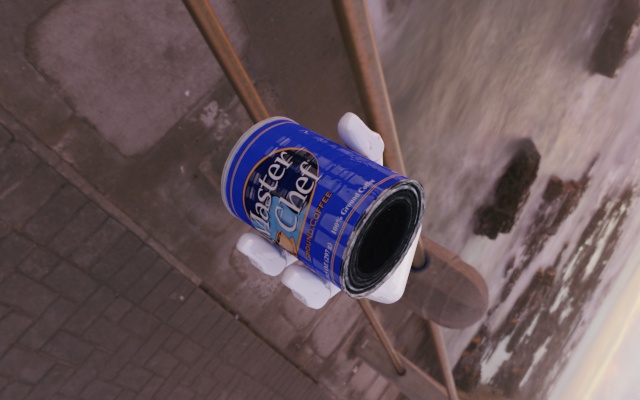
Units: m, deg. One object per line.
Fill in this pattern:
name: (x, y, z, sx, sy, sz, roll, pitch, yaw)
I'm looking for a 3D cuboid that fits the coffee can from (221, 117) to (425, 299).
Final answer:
coffee can: (0.000, 0.001, 0.401, 0.140, 0.103, 0.103, 31, 18, 33)
